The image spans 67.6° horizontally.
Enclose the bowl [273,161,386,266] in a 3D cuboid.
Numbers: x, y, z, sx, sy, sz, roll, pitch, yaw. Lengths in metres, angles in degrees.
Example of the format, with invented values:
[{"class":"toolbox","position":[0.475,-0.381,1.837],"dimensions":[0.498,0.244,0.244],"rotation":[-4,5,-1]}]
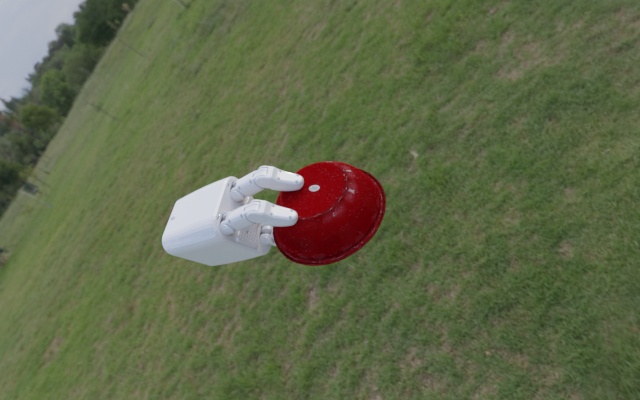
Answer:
[{"class":"bowl","position":[0.001,0.001,0.619],"dimensions":[0.162,0.162,0.055],"rotation":[0,-37,27]}]
